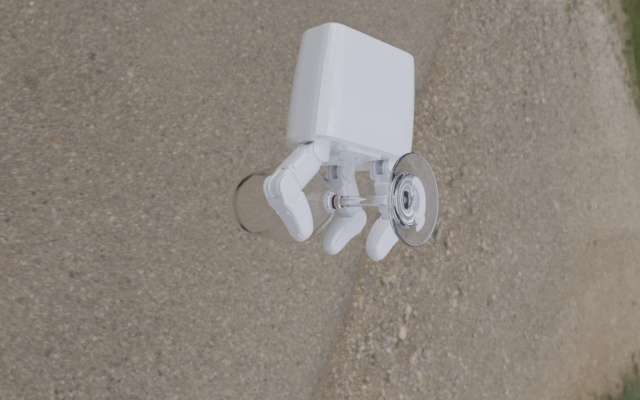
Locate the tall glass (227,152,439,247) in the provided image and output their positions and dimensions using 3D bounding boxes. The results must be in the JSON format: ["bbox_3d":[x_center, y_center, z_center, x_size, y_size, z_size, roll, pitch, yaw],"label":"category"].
[{"bbox_3d":[0.001,0.002,0.438,0.201,0.079,0.079,-2,-1,42],"label":"tall glass"}]
